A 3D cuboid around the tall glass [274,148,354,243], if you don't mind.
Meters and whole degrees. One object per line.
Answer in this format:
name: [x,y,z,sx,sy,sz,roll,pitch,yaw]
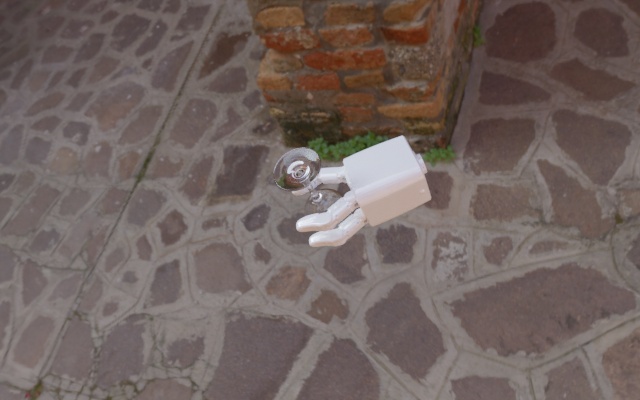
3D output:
tall glass: [0.000,0.002,0.766,0.079,0.079,0.201,0,-29,22]
